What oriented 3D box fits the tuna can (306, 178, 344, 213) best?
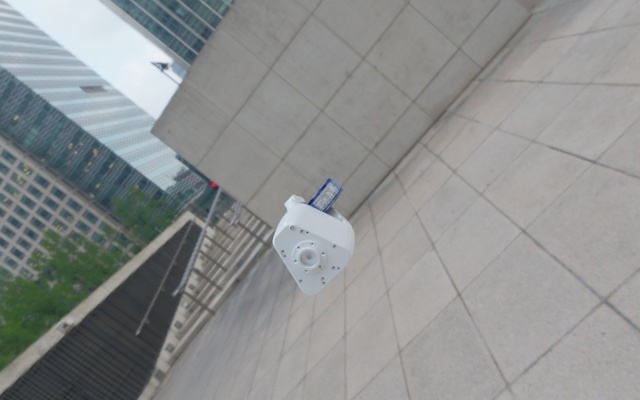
[{"bbox_3d":[0.000,0.002,0.837,0.034,0.086,0.086,40,-2,-2],"label":"tuna can"}]
